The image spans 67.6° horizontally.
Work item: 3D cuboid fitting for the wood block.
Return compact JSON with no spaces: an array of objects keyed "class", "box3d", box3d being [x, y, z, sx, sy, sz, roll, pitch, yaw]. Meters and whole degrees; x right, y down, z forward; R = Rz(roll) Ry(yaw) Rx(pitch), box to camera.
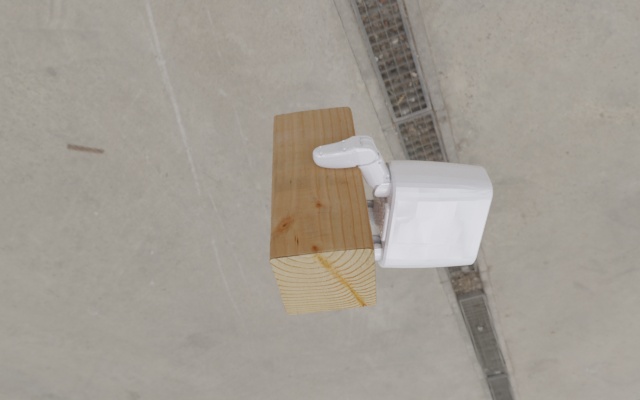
[{"class":"wood block","box3d":[0.000,0.001,0.497,0.090,0.206,0.091,-6,-45,2]}]
